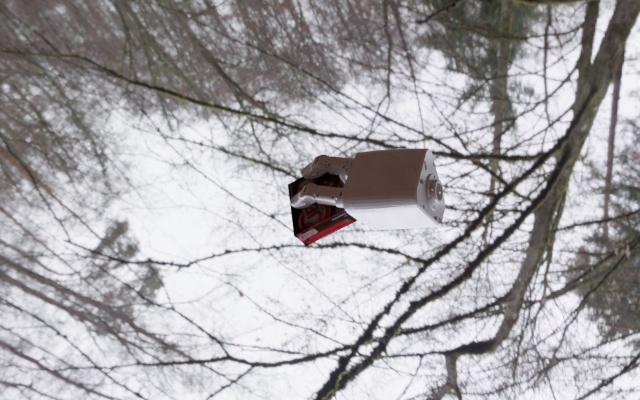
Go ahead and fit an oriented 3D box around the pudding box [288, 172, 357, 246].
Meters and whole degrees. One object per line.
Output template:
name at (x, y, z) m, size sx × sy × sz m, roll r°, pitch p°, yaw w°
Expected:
pudding box at (0.000, 0.002, 0.718) m, size 0.090 × 0.113 × 0.039 m, roll -27°, pitch -49°, yaw 16°
